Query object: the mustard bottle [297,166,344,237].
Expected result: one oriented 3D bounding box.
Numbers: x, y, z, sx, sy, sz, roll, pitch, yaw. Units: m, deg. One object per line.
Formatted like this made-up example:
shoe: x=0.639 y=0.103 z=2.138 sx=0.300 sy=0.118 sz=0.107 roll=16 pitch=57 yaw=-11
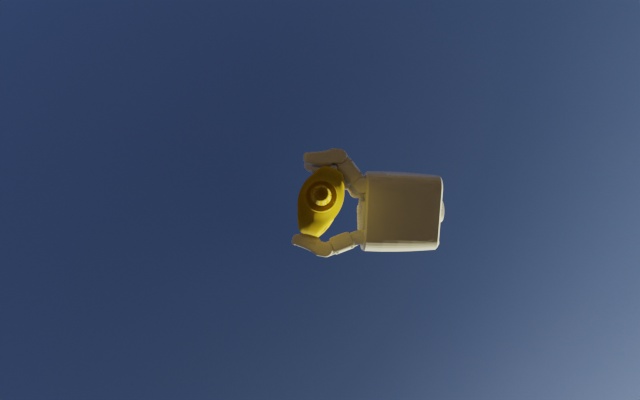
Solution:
mustard bottle: x=0.000 y=0.002 z=0.669 sx=0.058 sy=0.096 sz=0.191 roll=24 pitch=-6 yaw=1
